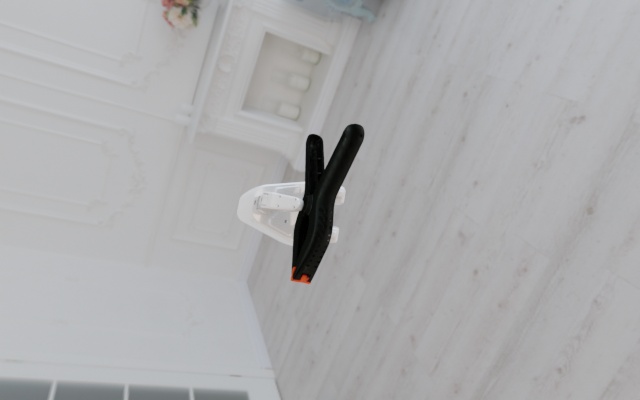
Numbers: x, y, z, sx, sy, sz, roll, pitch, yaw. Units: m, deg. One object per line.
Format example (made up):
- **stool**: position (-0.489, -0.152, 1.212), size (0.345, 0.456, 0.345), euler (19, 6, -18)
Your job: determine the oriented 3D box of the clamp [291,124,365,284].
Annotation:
- **clamp**: position (-0.001, 0.002, 0.607), size (0.036, 0.210, 0.164), euler (13, -8, -18)
